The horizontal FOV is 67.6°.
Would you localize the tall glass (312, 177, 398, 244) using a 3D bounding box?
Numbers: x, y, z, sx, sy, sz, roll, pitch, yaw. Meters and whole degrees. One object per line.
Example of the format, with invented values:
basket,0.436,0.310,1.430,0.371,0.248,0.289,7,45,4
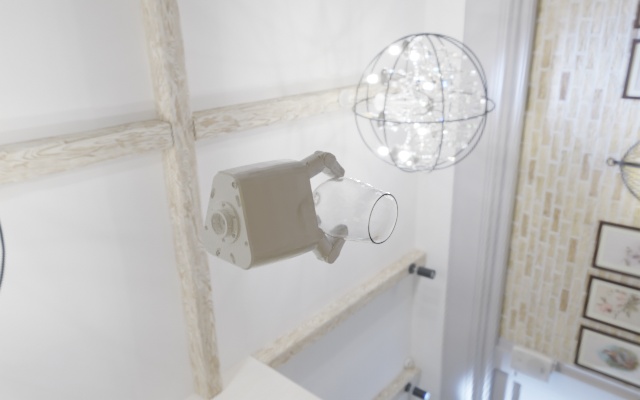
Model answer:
tall glass,0.000,0.002,0.624,0.201,0.079,0.079,15,9,39
